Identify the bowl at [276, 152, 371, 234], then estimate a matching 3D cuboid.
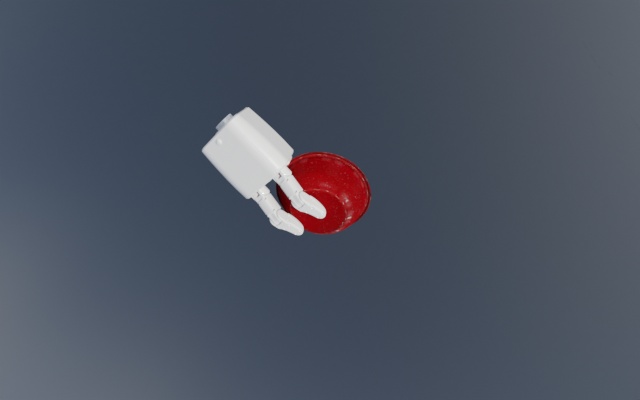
[{"bbox_3d":[0.001,0.003,0.784,0.162,0.162,0.055,0,37,11],"label":"bowl"}]
